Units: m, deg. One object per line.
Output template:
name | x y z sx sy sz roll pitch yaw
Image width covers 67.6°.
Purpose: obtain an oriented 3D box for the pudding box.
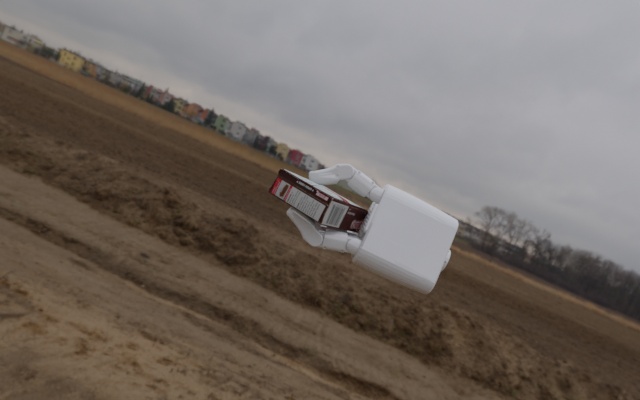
pudding box | 0.000 0.002 0.624 0.090 0.039 0.113 29 4 29
